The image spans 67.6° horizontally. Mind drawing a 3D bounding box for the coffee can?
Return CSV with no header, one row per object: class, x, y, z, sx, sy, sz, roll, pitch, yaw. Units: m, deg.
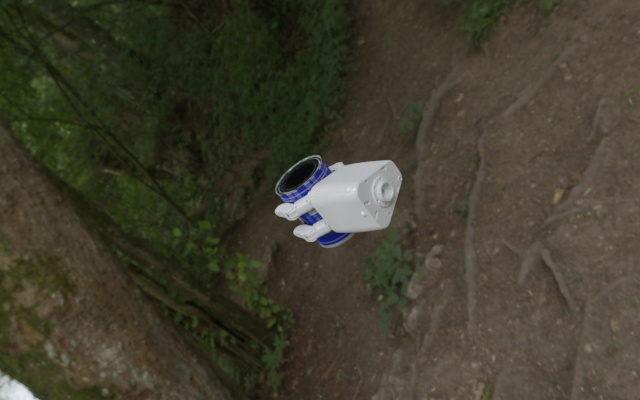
coffee can,0.000,0.003,0.872,0.103,0.102,0.140,0,-44,53
